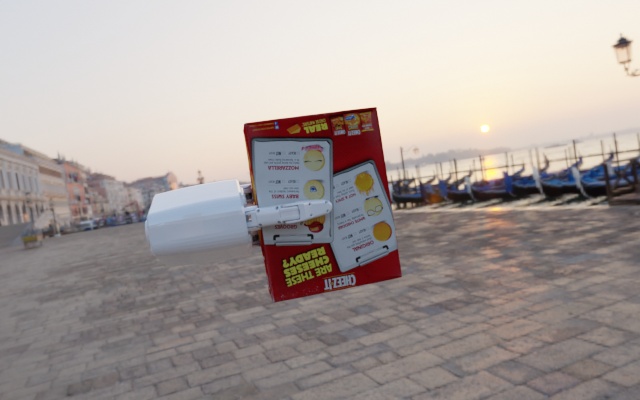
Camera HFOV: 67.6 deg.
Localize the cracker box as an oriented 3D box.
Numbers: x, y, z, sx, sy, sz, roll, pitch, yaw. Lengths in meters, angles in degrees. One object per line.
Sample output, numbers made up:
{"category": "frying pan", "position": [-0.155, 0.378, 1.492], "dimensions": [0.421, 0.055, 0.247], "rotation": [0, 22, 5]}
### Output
{"category": "cracker box", "position": [0.000, 0.002, 0.598], "dimensions": [0.164, 0.213, 0.072], "rotation": [-9, 2, -10]}
